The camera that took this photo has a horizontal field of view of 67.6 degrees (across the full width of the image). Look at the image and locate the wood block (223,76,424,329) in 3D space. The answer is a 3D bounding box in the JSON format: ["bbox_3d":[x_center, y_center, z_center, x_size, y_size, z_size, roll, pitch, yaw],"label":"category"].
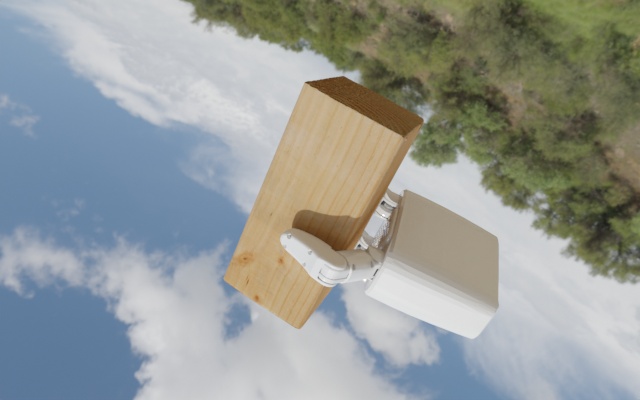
[{"bbox_3d":[0.000,0.002,0.439,0.090,0.206,0.090,31,26,11],"label":"wood block"}]
